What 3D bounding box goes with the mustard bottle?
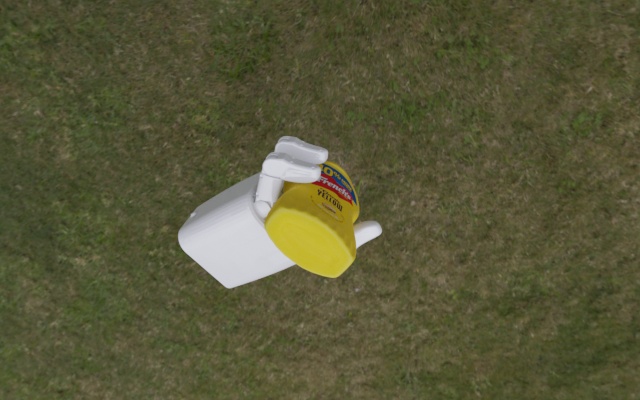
[{"bbox_3d":[0.000,0.002,0.548,0.096,0.058,0.191,35,26,-10],"label":"mustard bottle"}]
